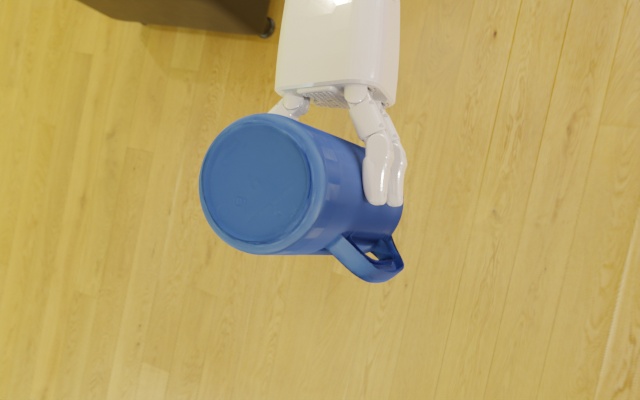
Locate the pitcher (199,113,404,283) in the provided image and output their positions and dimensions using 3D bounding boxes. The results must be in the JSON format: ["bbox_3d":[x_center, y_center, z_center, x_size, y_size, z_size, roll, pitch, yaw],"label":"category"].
[{"bbox_3d":[0.000,0.001,0.460,0.149,0.145,0.243,7,0,21],"label":"pitcher"}]
